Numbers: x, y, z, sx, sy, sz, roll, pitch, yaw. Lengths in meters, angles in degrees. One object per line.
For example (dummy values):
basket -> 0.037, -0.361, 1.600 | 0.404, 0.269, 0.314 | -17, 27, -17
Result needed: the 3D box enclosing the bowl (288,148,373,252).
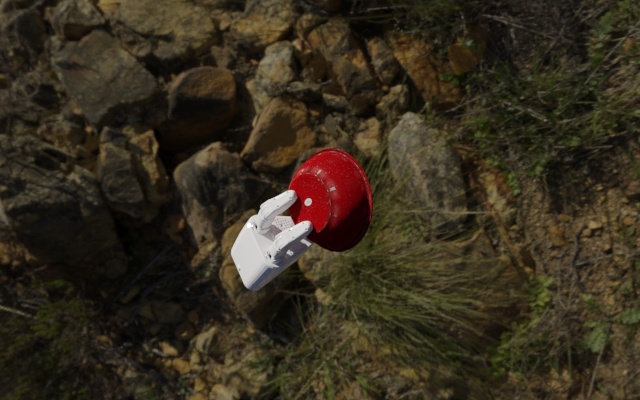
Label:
bowl -> 0.000, 0.001, 0.722 | 0.162, 0.162, 0.055 | 0, 5, 44
